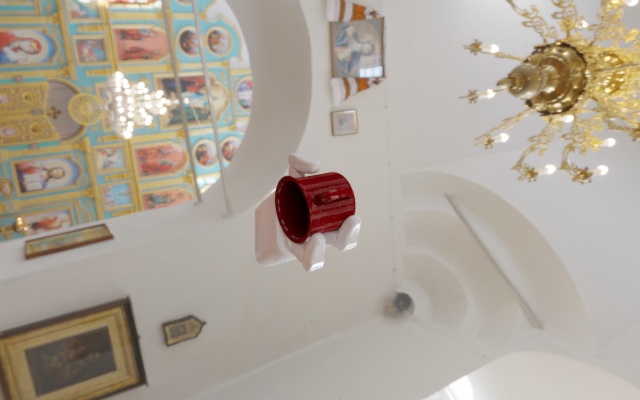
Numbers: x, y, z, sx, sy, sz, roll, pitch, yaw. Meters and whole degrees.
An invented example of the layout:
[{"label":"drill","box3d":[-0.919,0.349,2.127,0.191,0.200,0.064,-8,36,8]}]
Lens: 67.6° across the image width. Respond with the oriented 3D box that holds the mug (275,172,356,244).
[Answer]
[{"label":"mug","box3d":[0.001,0.002,0.650,0.081,0.093,0.117,-12,-9,-32]}]
